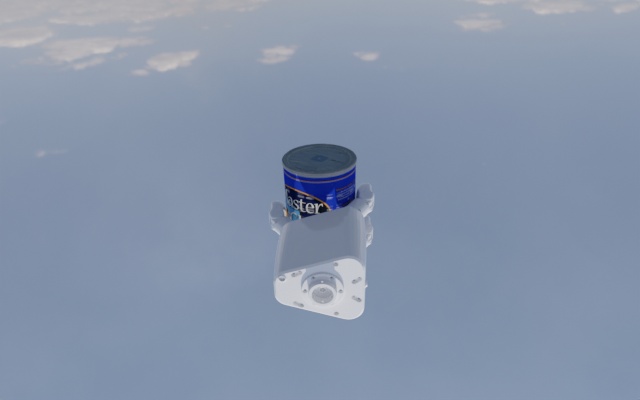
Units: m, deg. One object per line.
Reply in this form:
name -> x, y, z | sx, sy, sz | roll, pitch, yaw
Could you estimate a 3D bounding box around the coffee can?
coffee can -> 0.000, 0.002, 0.686 | 0.103, 0.140, 0.102 | -1, 29, 1
